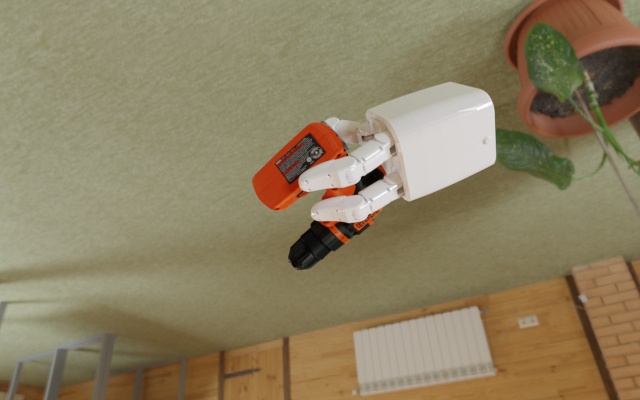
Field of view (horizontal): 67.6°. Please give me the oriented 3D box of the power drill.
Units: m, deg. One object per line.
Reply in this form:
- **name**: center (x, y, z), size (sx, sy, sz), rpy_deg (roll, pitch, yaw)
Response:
- **power drill**: center (0.000, 0.002, 0.571), size (0.057, 0.184, 0.188), rpy_deg (50, 6, 31)
